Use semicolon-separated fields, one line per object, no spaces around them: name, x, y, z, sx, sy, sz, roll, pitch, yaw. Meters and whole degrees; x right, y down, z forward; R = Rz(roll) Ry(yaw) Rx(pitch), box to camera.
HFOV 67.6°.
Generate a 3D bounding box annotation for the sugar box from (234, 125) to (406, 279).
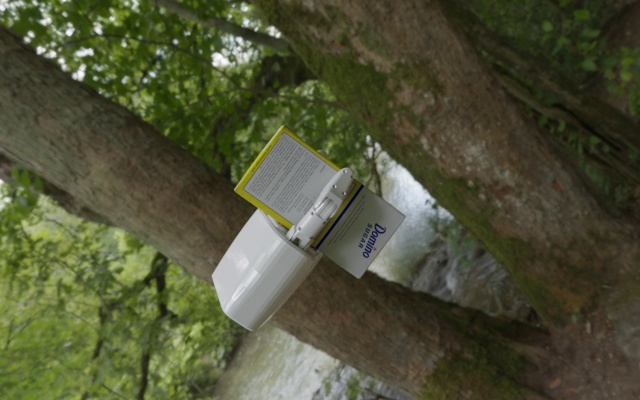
sugar box;0.000;0.002;0.552;0.176;0.093;0.048;37;2;-10
